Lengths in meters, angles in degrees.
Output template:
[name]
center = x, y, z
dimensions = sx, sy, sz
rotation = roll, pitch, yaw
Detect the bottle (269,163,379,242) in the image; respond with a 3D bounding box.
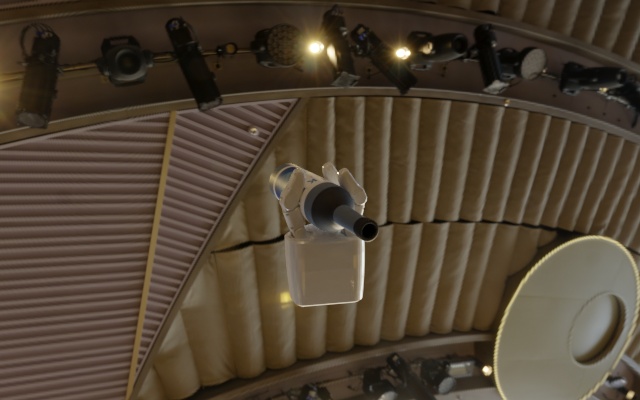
[bottle]
center = 0.000, 0.002, 0.697
dimensions = 0.069, 0.069, 0.295
rotation = 0, 13, -24
